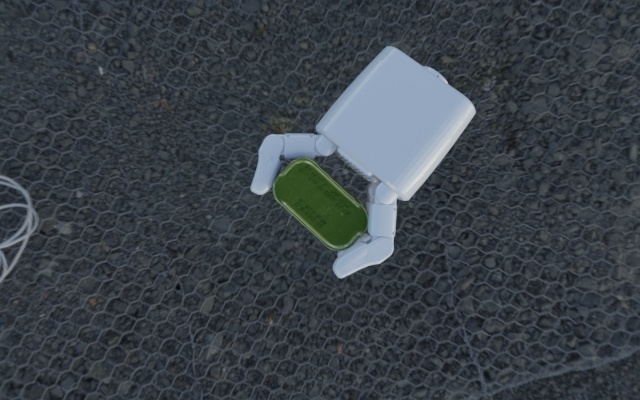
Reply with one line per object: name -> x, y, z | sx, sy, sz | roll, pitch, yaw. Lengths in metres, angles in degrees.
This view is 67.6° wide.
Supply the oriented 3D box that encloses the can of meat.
can of meat -> 0.000, 0.002, 0.483 | 0.102, 0.057, 0.084 | 42, 2, -3
